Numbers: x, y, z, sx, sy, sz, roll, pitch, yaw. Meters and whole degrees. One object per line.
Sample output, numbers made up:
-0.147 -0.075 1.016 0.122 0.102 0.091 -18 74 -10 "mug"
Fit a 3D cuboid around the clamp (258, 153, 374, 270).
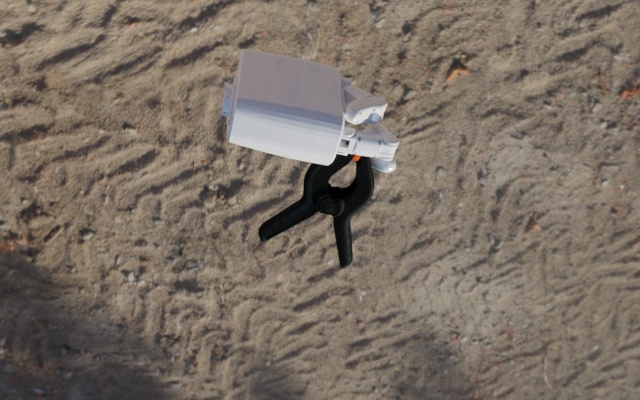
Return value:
0.000 0.002 0.547 0.120 0.171 0.039 10 29 -13 "clamp"
